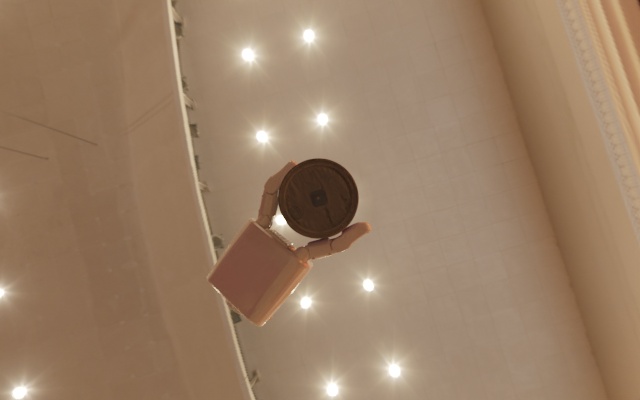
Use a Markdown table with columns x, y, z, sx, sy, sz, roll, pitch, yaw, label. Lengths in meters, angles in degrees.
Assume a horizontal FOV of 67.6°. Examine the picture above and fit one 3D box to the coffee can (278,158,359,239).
| x | y | z | sx | sy | sz | roll | pitch | yaw | label |
| --- | --- | --- | --- | --- | --- | --- | --- | --- | --- |
| 0.000 | 0.002 | 0.673 | 0.103 | 0.103 | 0.140 | 0 | -4 | 2 | coffee can |
